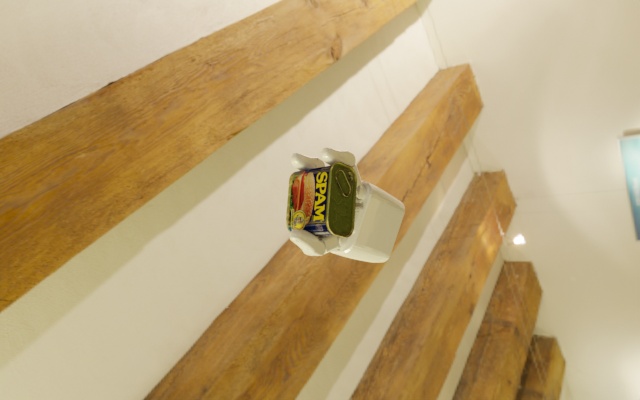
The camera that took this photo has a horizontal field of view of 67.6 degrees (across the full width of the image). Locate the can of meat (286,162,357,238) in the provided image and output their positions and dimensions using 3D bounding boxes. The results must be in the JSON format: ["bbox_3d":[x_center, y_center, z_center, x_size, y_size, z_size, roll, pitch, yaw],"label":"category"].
[{"bbox_3d":[0.000,0.002,0.676,0.084,0.102,0.057,-6,-16,41],"label":"can of meat"}]
